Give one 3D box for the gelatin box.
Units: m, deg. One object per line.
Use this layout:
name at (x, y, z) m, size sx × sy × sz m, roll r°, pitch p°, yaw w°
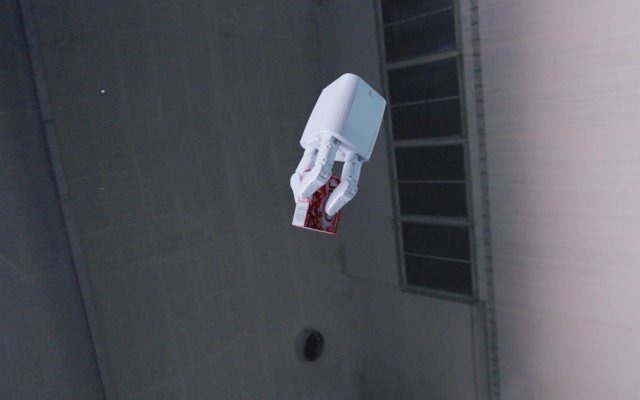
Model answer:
gelatin box at (0.000, 0.003, 0.742) m, size 0.030 × 0.089 × 0.073 m, roll 8°, pitch -6°, yaw 46°
